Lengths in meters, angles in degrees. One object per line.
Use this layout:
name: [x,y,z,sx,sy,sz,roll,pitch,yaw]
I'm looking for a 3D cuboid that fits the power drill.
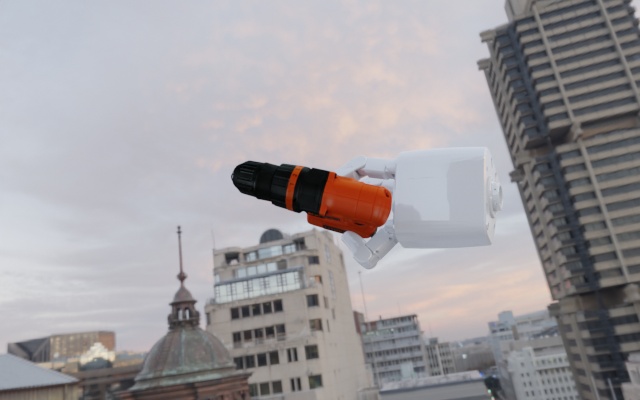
power drill: [0.000,0.002,0.596,0.184,0.057,0.188,15,-5,13]
